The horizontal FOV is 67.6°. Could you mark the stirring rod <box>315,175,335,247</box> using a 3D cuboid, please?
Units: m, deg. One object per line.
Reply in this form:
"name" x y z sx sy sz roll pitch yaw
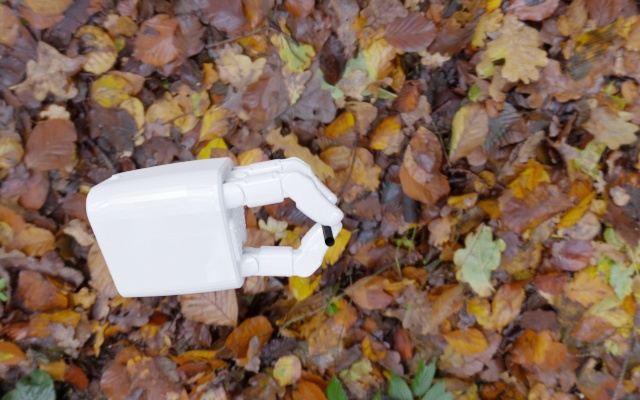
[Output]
"stirring rod" 0.000 0.002 0.476 0.011 0.011 0.239 0 14 -3
